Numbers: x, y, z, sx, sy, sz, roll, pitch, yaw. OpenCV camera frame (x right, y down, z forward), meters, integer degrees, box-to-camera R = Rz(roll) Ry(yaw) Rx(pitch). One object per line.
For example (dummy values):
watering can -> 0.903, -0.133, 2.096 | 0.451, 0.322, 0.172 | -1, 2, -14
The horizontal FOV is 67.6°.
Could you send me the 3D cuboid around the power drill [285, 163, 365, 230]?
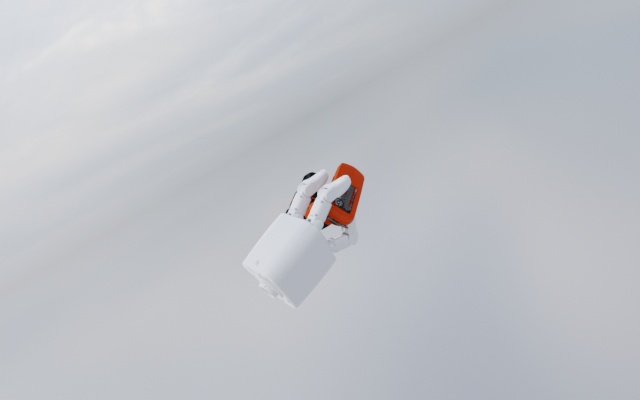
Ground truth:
power drill -> 0.000, 0.003, 0.854 | 0.057, 0.184, 0.188 | 28, -31, -20
